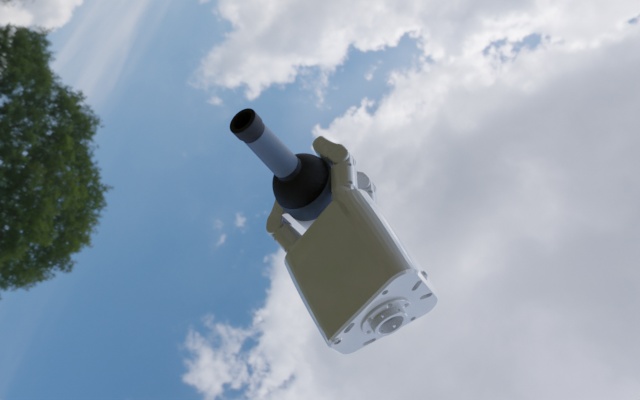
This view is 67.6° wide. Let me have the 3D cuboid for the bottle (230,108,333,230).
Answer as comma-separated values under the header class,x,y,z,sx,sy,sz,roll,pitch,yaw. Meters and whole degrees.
class,x,y,z,sx,sy,sz,roll,pitch,yaw
bottle,0.000,0.002,0.525,0.069,0.069,0.296,0,-29,32
